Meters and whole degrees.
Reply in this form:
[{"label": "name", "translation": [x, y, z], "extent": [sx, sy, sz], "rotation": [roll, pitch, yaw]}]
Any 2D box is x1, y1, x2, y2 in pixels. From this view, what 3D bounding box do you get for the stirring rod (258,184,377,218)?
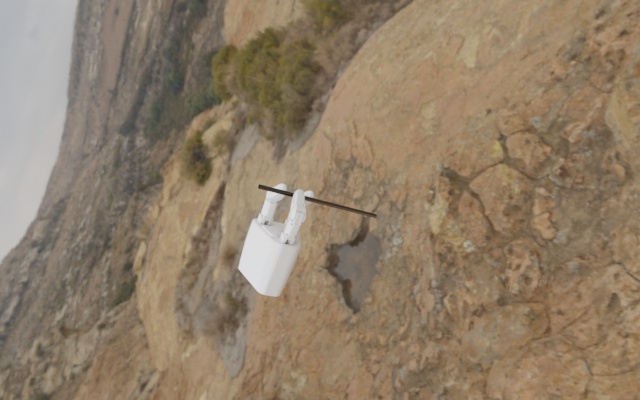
[{"label": "stirring rod", "translation": [0.000, 0.003, 0.874], "extent": [0.239, 0.011, 0.011], "rotation": [14, -6, -24]}]
